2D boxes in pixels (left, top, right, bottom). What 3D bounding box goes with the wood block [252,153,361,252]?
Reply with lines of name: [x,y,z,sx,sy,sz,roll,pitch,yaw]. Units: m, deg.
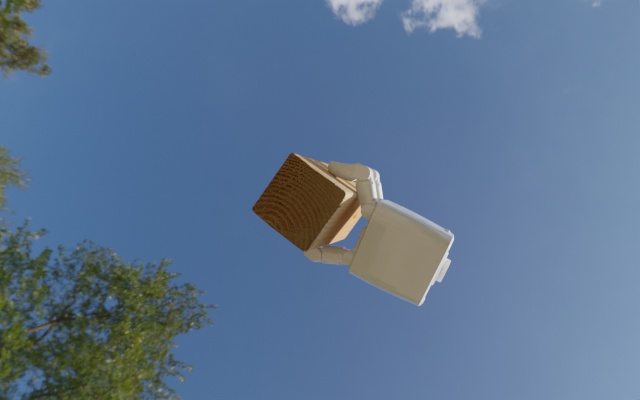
wood block: [0.000,0.003,0.671,0.090,0.091,0.206,37,9,13]
